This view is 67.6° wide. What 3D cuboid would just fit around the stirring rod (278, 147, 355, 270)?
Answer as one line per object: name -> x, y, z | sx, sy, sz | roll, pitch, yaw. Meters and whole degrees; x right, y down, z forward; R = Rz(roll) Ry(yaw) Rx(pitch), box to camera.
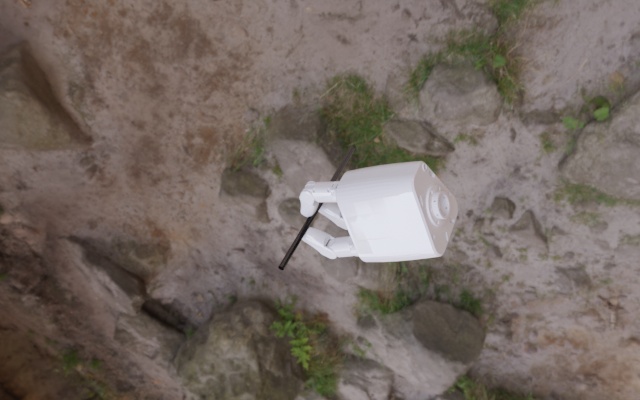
stirring rod -> 0.000, 0.002, 0.670 | 0.011, 0.011, 0.239 | 0, 44, 35
